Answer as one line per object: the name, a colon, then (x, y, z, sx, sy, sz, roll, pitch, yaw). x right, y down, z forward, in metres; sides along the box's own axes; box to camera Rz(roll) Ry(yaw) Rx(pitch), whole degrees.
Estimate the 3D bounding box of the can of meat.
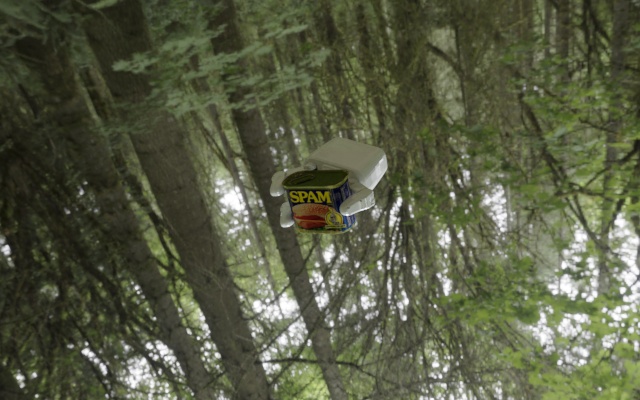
can of meat: (0.000, 0.003, 0.732, 0.102, 0.084, 0.057, 1, 28, 27)
